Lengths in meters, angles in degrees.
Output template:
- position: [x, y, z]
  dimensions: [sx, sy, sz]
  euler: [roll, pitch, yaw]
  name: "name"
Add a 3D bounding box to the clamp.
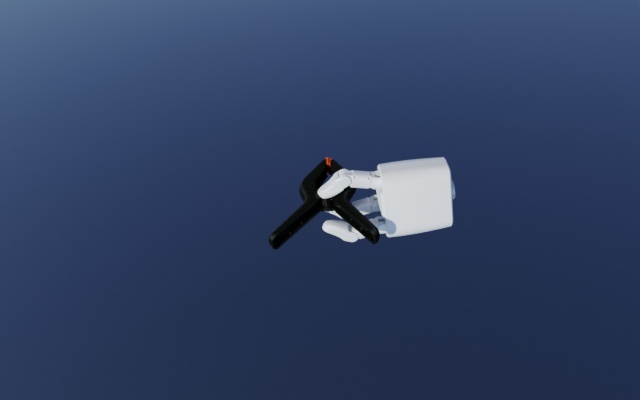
- position: [0.000, 0.002, 0.771]
  dimensions: [0.164, 0.036, 0.209]
  euler: [-7, 39, 2]
  name: "clamp"
